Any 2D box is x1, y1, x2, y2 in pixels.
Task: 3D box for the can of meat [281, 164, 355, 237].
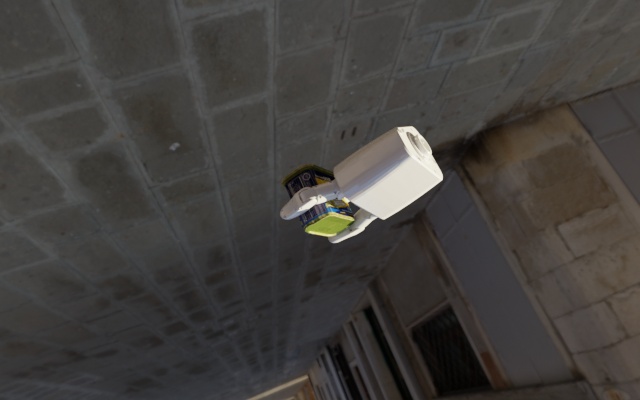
[{"bbox_3d":[0.000,0.003,0.700,0.057,0.084,0.102,-33,-23,22],"label":"can of meat"}]
